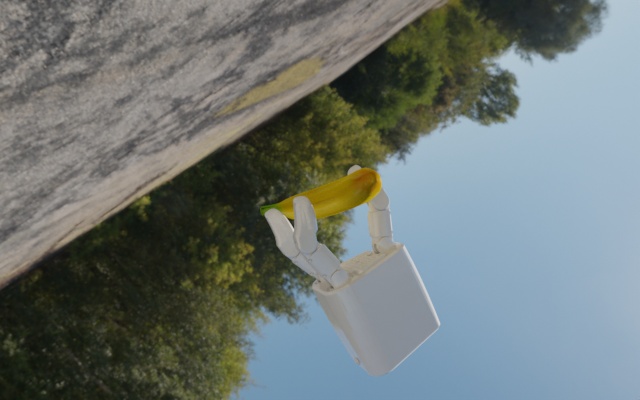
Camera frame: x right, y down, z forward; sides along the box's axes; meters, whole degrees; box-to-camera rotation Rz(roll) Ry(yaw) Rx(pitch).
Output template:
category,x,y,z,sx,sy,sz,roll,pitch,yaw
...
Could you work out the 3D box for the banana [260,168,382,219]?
category,x,y,z,sx,sy,sz,roll,pitch,yaw
banana,0.012,-0.002,0.524,0.069,0.037,0.198,-18,-1,-39
